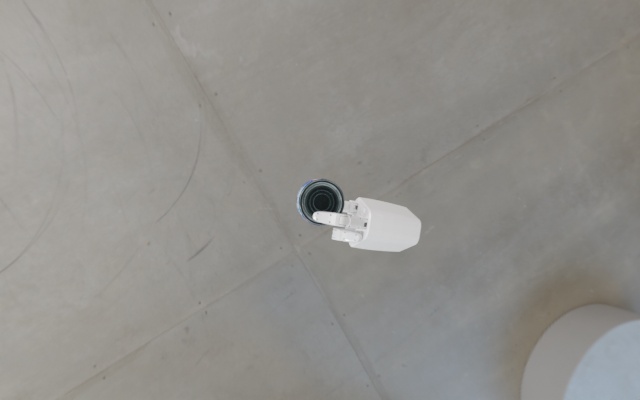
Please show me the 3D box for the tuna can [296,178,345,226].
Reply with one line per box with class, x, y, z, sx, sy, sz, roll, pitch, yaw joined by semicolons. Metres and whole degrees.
tuna can;0.000;0.003;0.869;0.086;0.086;0.034;0;3;-10
